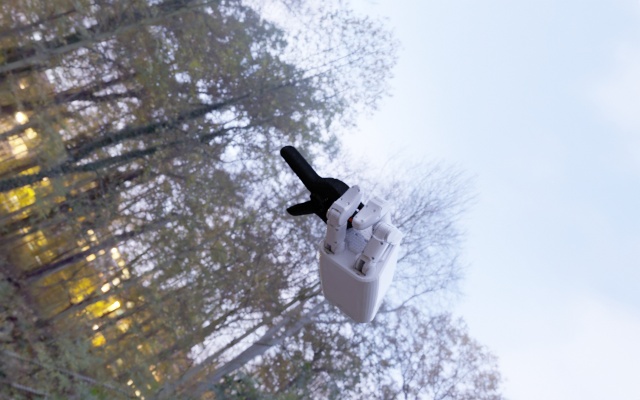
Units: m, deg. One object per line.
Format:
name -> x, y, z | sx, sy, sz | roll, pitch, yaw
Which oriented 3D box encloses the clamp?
clamp -> 0.001, 0.002, 0.700 | 0.039, 0.120, 0.171 | -32, 50, -28
